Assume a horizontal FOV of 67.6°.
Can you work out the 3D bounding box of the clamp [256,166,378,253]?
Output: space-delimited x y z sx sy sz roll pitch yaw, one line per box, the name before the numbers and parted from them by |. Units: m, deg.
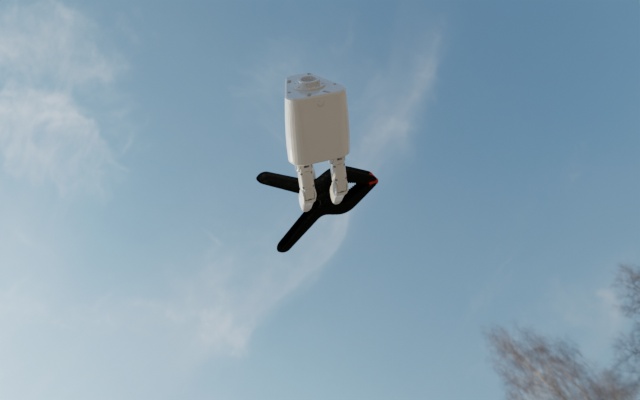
clamp | 0.000 0.002 0.825 0.210 0.165 0.036 -15 36 -16
